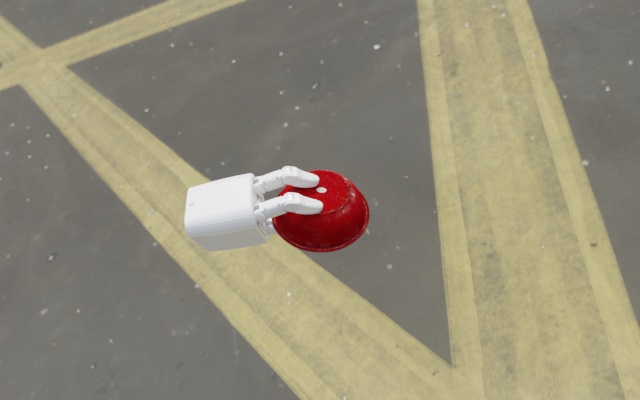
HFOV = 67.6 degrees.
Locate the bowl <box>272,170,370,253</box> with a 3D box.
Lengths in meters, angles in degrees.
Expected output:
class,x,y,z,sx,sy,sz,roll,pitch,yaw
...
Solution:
class,x,y,z,sx,sy,sz,roll,pitch,yaw
bowl,0.001,0.002,0.764,0.162,0.162,0.055,0,-41,-1
